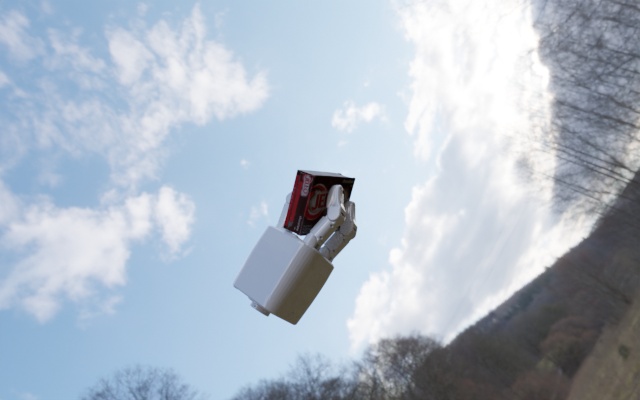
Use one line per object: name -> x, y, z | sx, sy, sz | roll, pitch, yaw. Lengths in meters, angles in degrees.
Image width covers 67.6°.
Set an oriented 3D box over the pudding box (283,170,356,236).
pudding box -> 0.000, 0.002, 0.715 | 0.039, 0.090, 0.113 | 22, 13, 31
